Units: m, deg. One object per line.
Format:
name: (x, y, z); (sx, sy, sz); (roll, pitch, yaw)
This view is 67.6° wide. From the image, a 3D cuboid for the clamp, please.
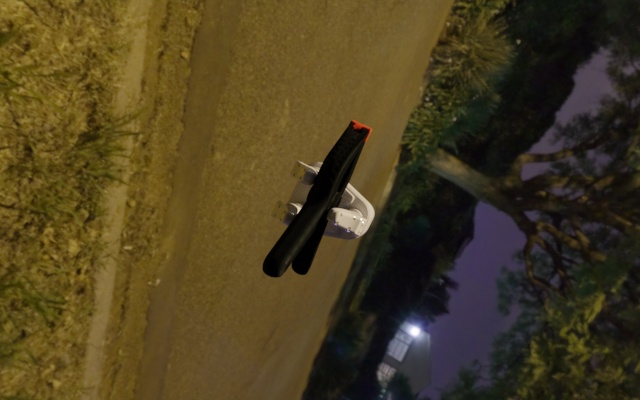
clamp: (0.001, 0.002, 0.561); (0.036, 0.210, 0.164); (27, 4, 10)
